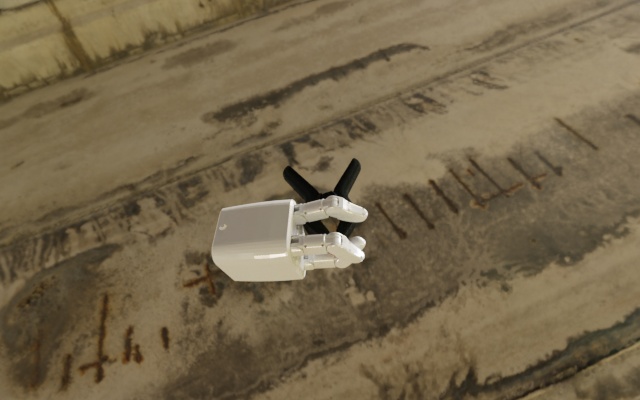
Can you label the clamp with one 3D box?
[{"bbox_3d":[0.000,0.003,0.699,0.120,0.171,0.039,-4,-43,8],"label":"clamp"}]
